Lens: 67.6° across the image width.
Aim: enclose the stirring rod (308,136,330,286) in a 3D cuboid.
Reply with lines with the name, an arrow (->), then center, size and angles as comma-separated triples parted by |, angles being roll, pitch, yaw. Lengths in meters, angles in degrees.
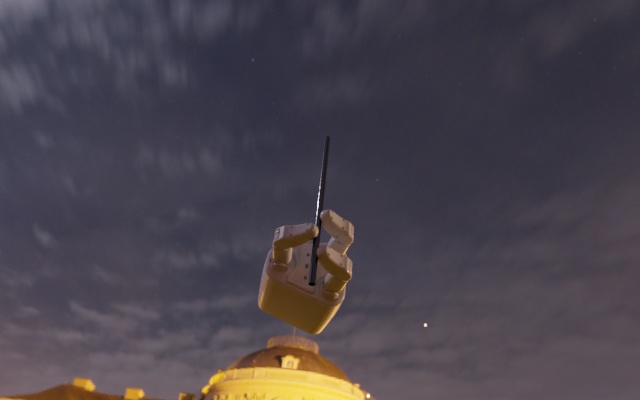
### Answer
stirring rod -> 0.000, 0.002, 0.612 | 0.011, 0.239, 0.011 | 4, -40, 3
